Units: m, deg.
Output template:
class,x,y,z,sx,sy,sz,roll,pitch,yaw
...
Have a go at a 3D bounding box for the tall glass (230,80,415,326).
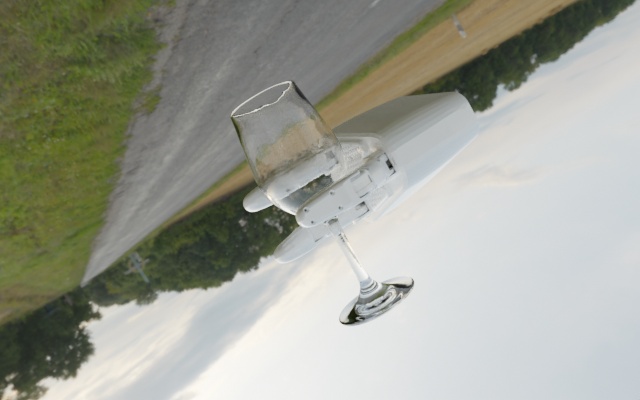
class,x,y,z,sx,sy,sz,roll,pitch,yaw
tall glass,0.000,0.002,0.407,0.079,0.201,0.079,-30,5,3
